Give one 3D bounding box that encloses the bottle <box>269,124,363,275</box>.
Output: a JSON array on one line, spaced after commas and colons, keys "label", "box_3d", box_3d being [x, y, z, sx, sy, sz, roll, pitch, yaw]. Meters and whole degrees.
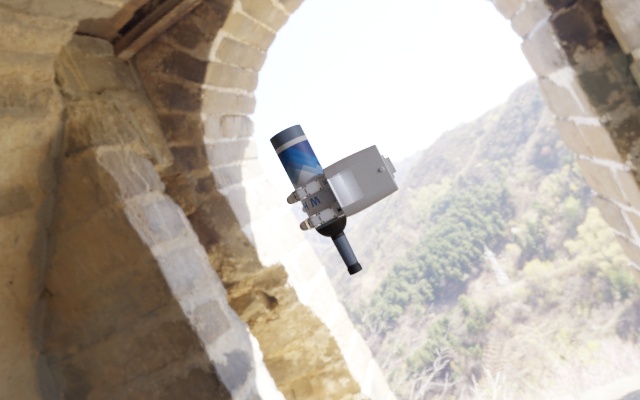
[{"label": "bottle", "box_3d": [0.000, 0.003, 0.893, 0.069, 0.295, 0.069, -27, -1, 0]}]
